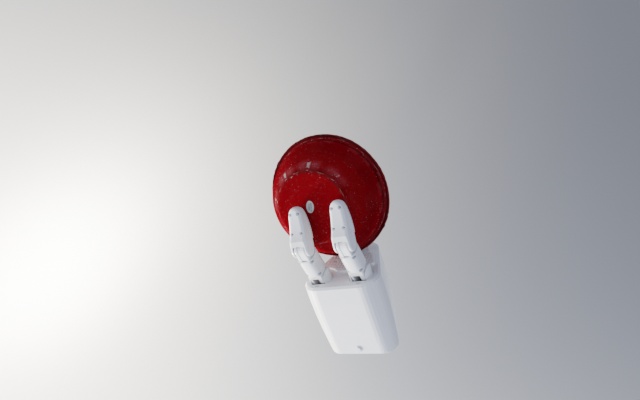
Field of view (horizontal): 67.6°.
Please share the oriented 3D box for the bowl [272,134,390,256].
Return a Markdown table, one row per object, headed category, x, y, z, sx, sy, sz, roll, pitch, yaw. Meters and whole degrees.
| category | x | y | z | sx | sy | sz | roll | pitch | yaw |
| --- | --- | --- | --- | --- | --- | --- | --- | --- | --- |
| bowl | -0.001 | 0.001 | 0.587 | 0.162 | 0.162 | 0.055 | 0 | 15 | 24 |
